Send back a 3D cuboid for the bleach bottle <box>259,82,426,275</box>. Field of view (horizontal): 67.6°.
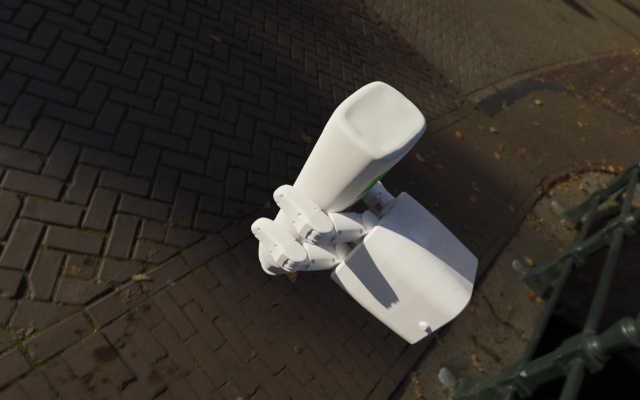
[{"bbox_3d":[0.000,0.002,0.485,0.102,0.068,0.251,-42,-8,-44],"label":"bleach bottle"}]
